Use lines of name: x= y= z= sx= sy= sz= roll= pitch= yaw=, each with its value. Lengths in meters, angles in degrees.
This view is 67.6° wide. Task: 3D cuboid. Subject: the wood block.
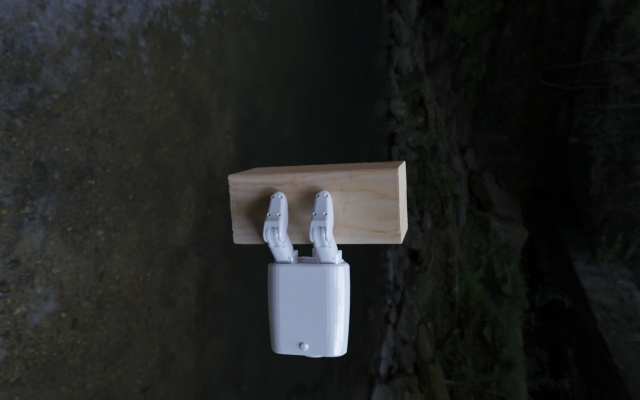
wood block: x=0.000 y=0.002 z=0.599 sx=0.206 sy=0.090 sz=0.091 roll=-1 pitch=8 yaw=15
